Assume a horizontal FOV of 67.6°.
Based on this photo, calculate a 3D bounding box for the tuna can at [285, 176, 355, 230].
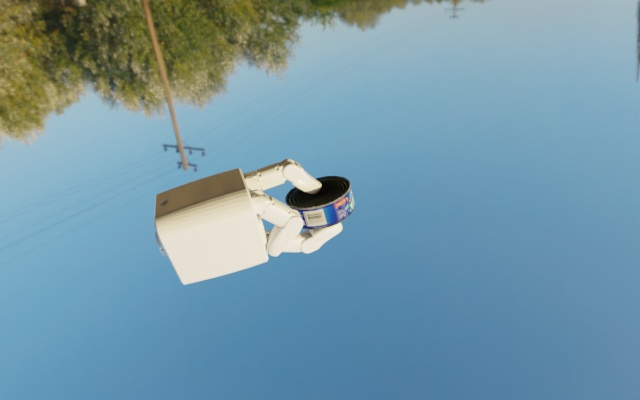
[{"bbox_3d":[0.000,0.002,0.616,0.086,0.034,0.086,-13,26,6],"label":"tuna can"}]
